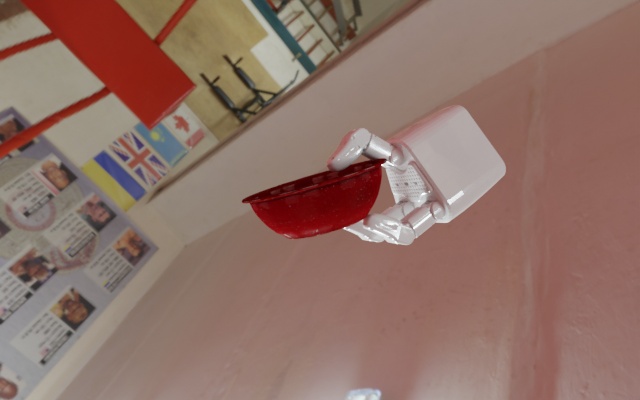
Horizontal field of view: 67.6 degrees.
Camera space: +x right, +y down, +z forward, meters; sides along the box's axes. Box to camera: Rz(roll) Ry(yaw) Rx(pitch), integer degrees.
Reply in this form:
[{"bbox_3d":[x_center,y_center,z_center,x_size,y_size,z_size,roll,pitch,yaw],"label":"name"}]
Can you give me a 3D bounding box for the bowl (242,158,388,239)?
[{"bbox_3d":[-0.001,0.003,0.517,0.162,0.055,0.162,-15,6,2],"label":"bowl"}]
